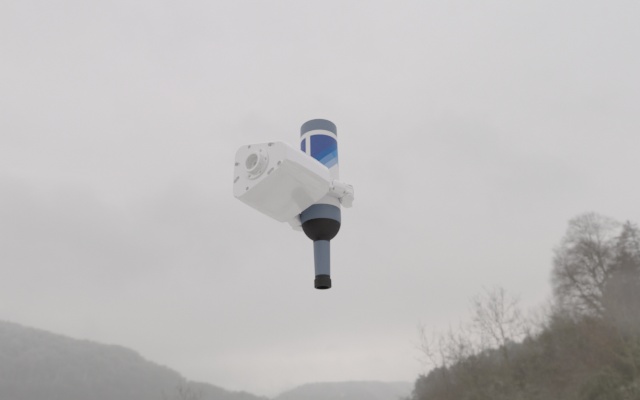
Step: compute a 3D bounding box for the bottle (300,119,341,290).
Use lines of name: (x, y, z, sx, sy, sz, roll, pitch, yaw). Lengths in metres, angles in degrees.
bottle: (0.000, 0.002, 0.802, 0.069, 0.295, 0.069, -1, -26, -1)
